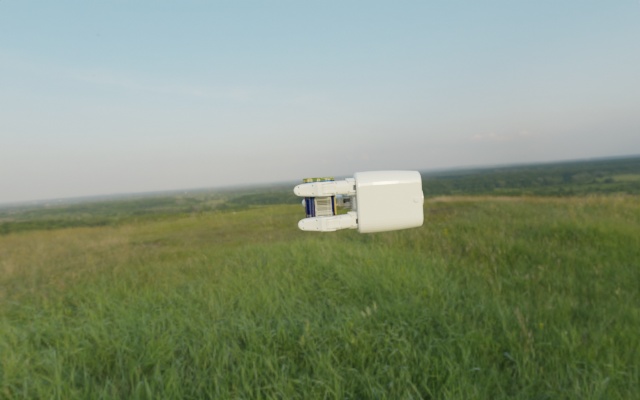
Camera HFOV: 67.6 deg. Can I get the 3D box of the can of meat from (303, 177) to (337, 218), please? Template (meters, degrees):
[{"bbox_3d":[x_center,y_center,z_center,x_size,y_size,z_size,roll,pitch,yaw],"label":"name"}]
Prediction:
[{"bbox_3d":[0.000,0.002,0.811,0.057,0.084,0.102,-4,3,0],"label":"can of meat"}]
